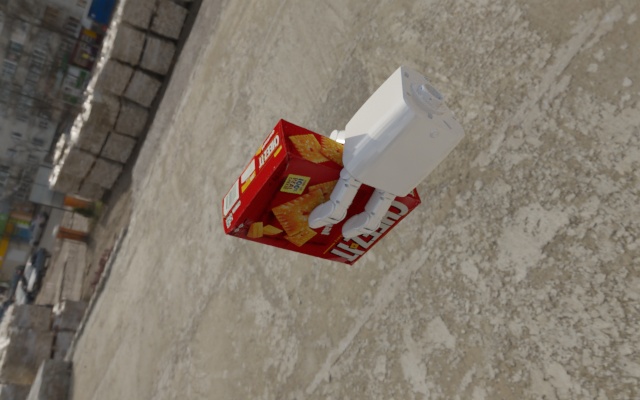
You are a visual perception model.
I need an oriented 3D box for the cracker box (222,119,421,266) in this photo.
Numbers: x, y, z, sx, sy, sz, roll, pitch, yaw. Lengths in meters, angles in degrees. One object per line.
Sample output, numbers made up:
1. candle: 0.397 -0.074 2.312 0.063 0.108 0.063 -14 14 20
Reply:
1. cracker box: 0.000 0.002 0.640 0.214 0.072 0.164 18 -48 -31
